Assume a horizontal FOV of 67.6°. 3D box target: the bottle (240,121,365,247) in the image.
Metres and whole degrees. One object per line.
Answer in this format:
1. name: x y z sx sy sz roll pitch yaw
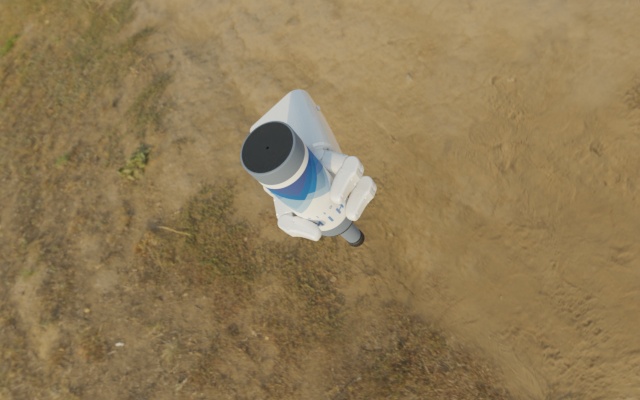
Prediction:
1. bottle: 0.000 0.002 0.627 0.069 0.069 0.296 0 -23 25
